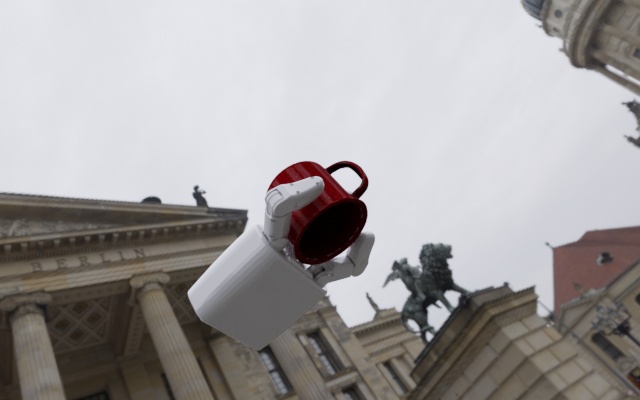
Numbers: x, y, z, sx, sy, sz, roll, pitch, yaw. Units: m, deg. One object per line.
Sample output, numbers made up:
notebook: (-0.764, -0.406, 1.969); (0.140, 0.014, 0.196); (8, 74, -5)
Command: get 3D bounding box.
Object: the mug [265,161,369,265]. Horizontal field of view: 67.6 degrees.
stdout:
mug: (0.001, 0.001, 0.526); (0.081, 0.117, 0.093); (49, 4, 36)
